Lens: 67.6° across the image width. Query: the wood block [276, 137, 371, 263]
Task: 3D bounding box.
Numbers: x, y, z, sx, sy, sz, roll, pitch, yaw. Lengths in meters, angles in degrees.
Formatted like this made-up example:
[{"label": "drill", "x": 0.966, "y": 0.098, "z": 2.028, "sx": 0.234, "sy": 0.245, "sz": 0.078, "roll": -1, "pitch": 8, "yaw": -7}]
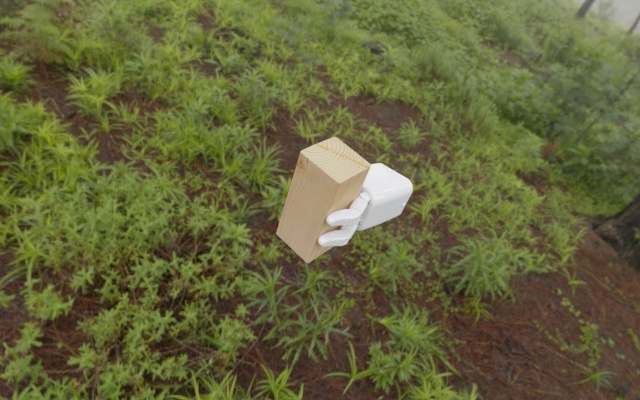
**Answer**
[{"label": "wood block", "x": 0.000, "y": 0.002, "z": 0.853, "sx": 0.090, "sy": 0.206, "sz": 0.090, "roll": 41, "pitch": 46, "yaw": 22}]
